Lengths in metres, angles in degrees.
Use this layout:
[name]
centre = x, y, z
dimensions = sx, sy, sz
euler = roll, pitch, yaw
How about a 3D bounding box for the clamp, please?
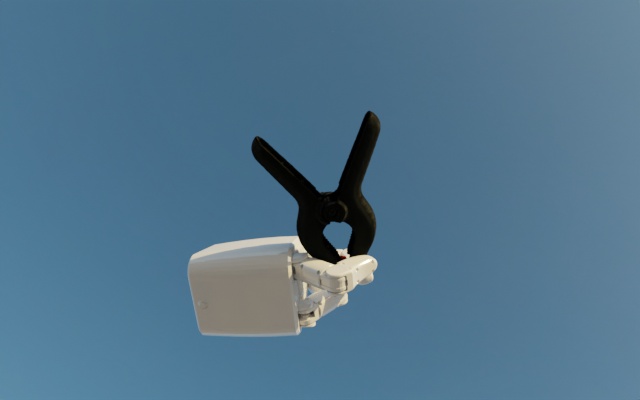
[clamp]
centre = 0.000, 0.001, 0.467
dimensions = 0.120, 0.171, 0.039
euler = -2, 20, 7
